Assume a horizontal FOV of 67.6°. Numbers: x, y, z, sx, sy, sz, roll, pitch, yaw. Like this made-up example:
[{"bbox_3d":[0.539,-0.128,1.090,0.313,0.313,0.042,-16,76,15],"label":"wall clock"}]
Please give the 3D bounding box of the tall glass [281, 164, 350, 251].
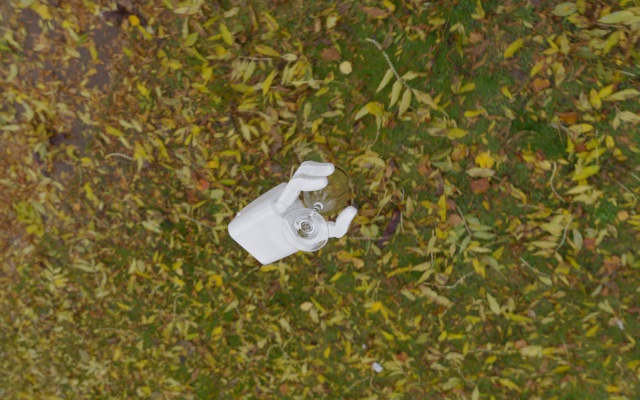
[{"bbox_3d":[0.000,0.003,0.801,0.079,0.079,0.201,0,25,16],"label":"tall glass"}]
